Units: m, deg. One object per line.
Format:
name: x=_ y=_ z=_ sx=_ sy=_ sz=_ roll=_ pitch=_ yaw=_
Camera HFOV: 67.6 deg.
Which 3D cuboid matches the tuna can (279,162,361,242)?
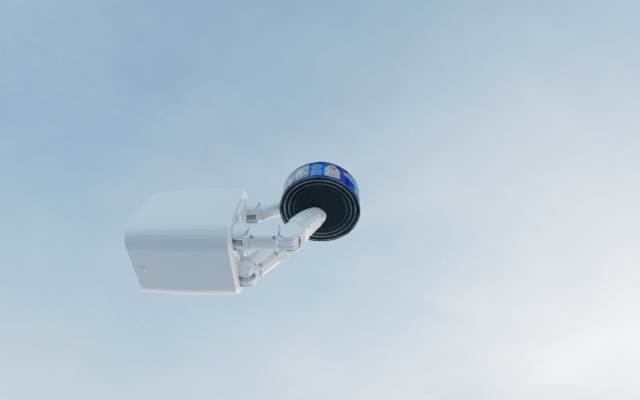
tuna can: x=0.000 y=0.001 z=0.515 sx=0.086 sy=0.086 sz=0.033 roll=0 pitch=36 yaw=4
